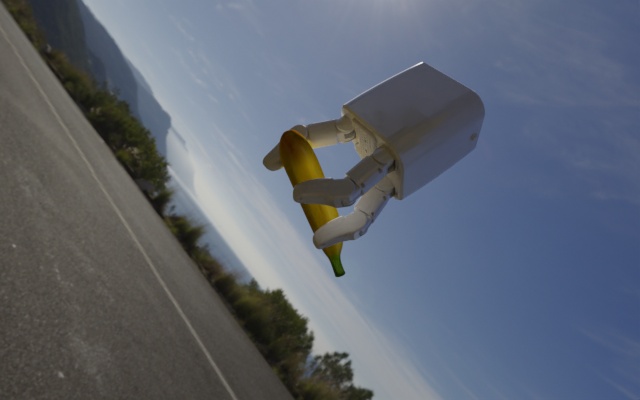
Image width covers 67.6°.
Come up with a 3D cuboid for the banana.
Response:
[{"bbox_3d":[-0.005,-0.006,0.513,0.037,0.198,0.069,-27,38,-6],"label":"banana"}]
